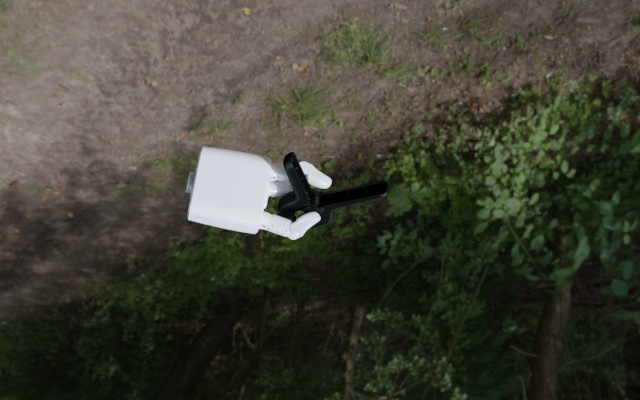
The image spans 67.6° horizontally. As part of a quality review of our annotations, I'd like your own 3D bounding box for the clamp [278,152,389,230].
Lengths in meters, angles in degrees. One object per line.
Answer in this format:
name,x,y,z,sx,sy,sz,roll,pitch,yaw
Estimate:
clamp,0.000,0.003,0.756,0.164,0.036,0.210,13,-31,-12
